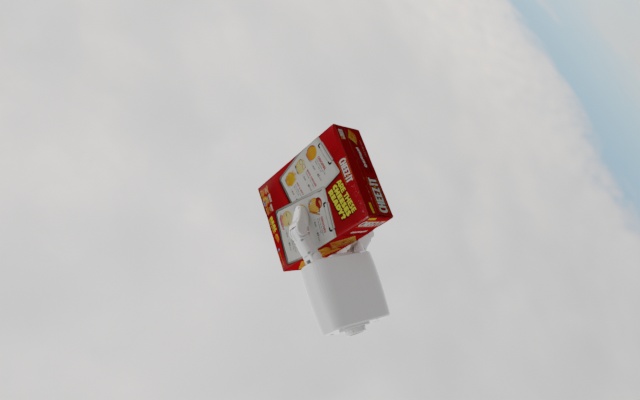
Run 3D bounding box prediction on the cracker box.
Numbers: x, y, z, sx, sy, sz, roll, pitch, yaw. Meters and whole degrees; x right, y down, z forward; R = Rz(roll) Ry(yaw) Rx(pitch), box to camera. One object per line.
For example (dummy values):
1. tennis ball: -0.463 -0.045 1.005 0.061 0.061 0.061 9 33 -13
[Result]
1. cracker box: 0.000 0.003 0.792 0.072 0.164 0.214 2 -29 -45
